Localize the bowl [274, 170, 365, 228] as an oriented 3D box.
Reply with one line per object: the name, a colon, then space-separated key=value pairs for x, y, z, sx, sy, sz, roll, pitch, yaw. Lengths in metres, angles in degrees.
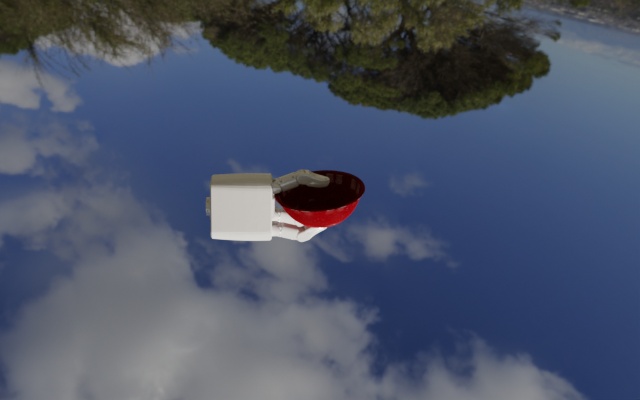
bowl: x=0.001 y=0.003 z=0.854 sx=0.162 sy=0.055 sz=0.162 roll=-4 pitch=28 yaw=2
